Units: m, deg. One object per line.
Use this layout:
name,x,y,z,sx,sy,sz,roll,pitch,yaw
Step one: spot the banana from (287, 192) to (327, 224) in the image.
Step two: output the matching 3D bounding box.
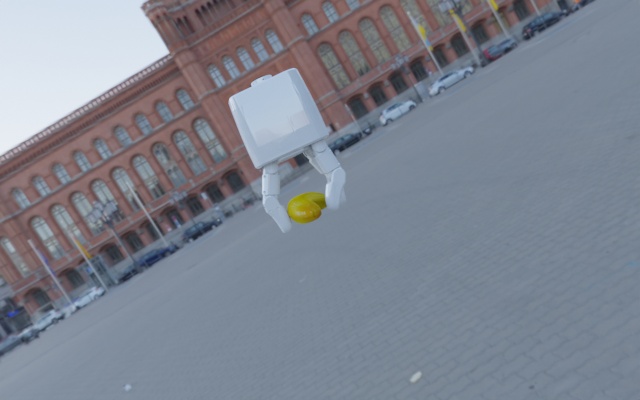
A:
banana,-0.017,0.007,0.719,0.069,0.037,0.198,-17,4,13
